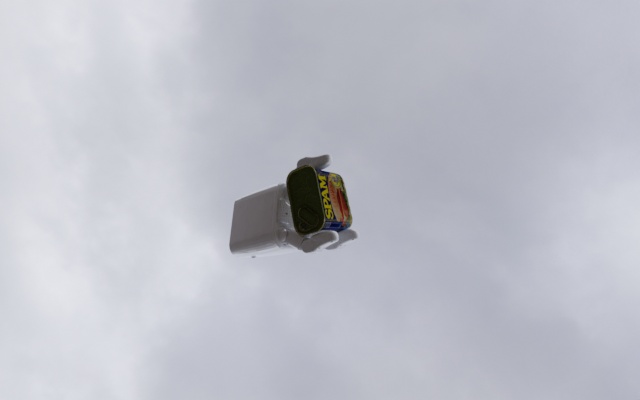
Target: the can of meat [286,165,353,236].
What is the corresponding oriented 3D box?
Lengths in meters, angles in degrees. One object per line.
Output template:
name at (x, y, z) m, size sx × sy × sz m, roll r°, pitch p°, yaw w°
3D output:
can of meat at (0.000, 0.002, 0.737) m, size 0.057 × 0.102 × 0.084 m, roll -19°, pitch -15°, yaw 33°
